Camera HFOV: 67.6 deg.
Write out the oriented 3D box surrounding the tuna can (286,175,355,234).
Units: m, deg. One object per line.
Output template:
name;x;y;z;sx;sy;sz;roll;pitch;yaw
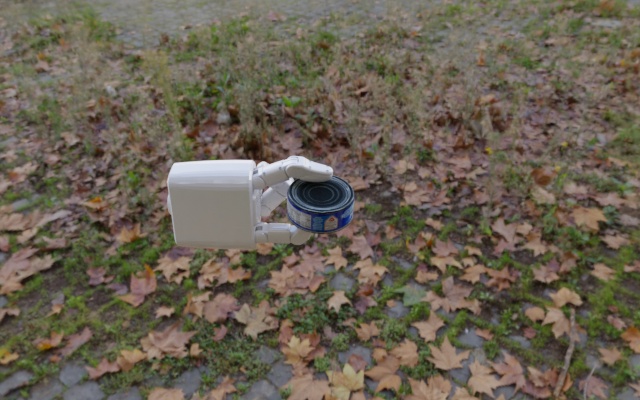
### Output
tuna can;0.000;0.002;0.602;0.086;0.034;0.086;2;37;-2
